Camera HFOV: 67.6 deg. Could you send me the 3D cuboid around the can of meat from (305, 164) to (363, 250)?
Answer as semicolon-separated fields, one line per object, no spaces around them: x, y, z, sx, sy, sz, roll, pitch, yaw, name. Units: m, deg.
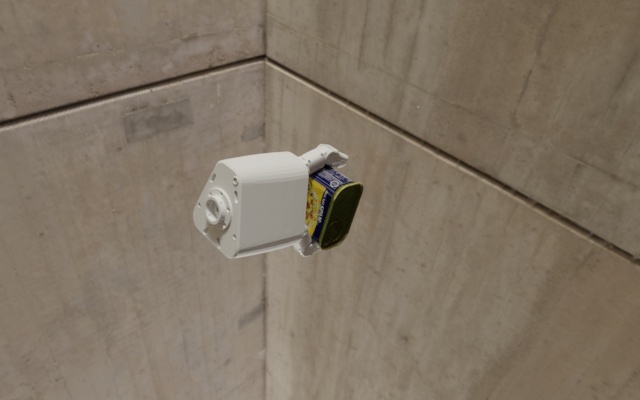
0.000;0.002;0.653;0.084;0.102;0.057;36;33;32;can of meat
